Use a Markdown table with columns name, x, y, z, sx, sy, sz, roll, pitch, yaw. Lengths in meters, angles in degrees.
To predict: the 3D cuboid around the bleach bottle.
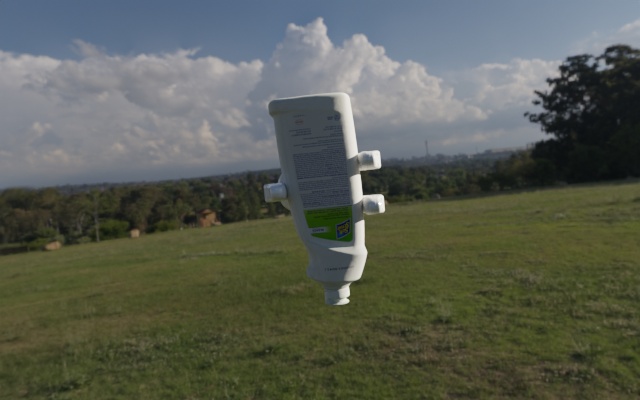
| name | x | y | z | sx | sy | sz | roll | pitch | yaw |
| --- | --- | --- | --- | --- | --- | --- | --- | --- | --- |
| bleach bottle | 0.000 | 0.002 | 0.583 | 0.102 | 0.251 | 0.068 | -5 | 3 | 4 |
